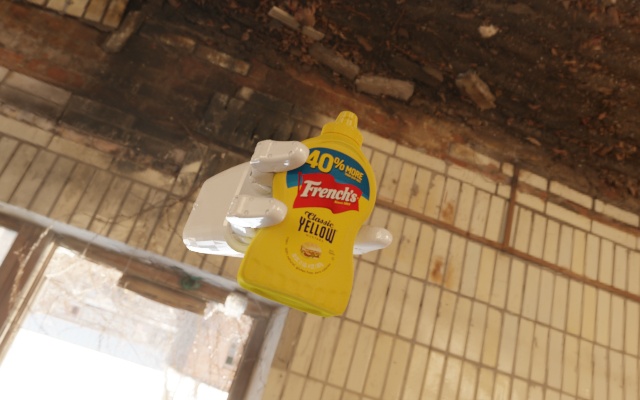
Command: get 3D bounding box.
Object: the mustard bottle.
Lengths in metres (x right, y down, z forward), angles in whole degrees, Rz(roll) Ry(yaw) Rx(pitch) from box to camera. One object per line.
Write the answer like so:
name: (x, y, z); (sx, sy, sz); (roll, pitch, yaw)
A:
mustard bottle: (0.000, 0.002, 0.438); (0.096, 0.191, 0.058); (22, -21, -9)
